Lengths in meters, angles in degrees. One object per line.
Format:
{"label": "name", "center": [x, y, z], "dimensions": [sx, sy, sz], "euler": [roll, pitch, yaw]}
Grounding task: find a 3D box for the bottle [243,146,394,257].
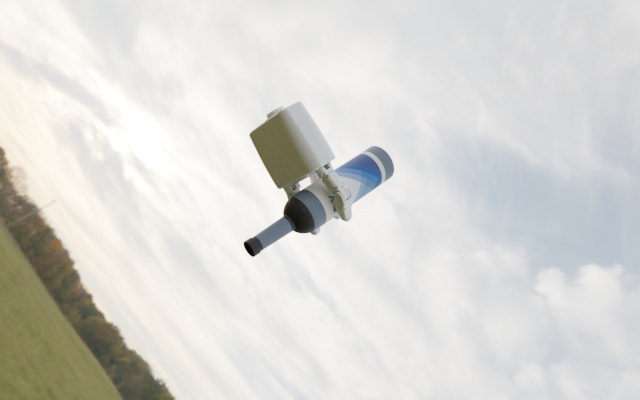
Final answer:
{"label": "bottle", "center": [0.000, 0.003, 0.779], "dimensions": [0.295, 0.069, 0.069], "euler": [-33, 18, -30]}
